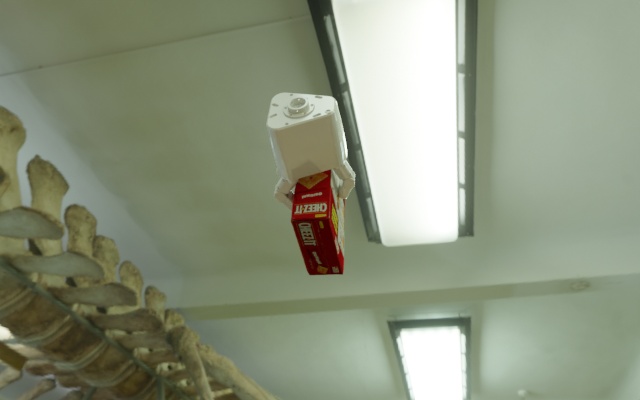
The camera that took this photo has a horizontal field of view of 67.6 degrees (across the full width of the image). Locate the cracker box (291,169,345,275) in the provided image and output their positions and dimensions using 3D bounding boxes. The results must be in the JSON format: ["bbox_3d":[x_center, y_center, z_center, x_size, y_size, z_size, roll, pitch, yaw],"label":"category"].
[{"bbox_3d":[0.000,0.003,0.865,0.072,0.213,0.164,-4,-42,10],"label":"cracker box"}]
